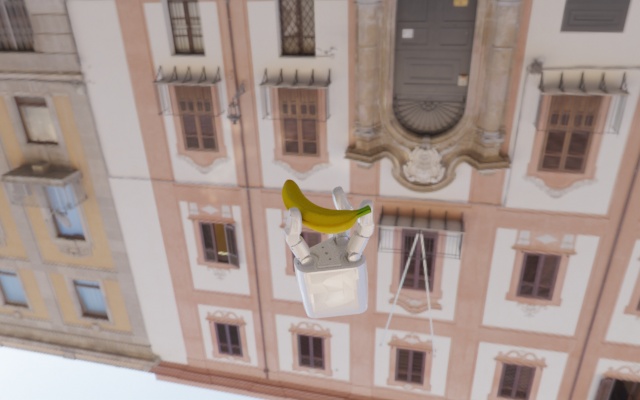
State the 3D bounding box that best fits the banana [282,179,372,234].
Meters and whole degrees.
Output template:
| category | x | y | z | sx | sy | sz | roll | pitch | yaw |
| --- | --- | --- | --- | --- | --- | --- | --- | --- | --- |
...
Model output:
| category | x | y | z | sx | sy | sz | roll | pitch | yaw |
| --- | --- | --- | --- | --- | --- | --- | --- | --- | --- |
| banana | -0.011 | 0.013 | 0.761 | 0.069 | 0.037 | 0.197 | -35 | 38 | -31 |
